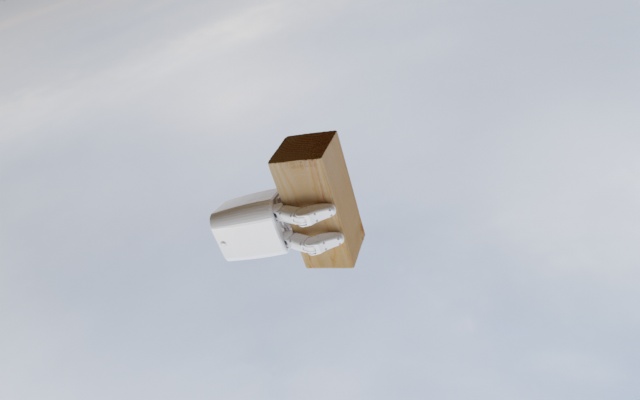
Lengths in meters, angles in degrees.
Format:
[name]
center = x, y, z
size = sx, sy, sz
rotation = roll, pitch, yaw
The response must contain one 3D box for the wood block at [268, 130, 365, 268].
[wood block]
center = 0.000, 0.002, 0.771
size = 0.090, 0.206, 0.090
rotation = -4, 34, 22
